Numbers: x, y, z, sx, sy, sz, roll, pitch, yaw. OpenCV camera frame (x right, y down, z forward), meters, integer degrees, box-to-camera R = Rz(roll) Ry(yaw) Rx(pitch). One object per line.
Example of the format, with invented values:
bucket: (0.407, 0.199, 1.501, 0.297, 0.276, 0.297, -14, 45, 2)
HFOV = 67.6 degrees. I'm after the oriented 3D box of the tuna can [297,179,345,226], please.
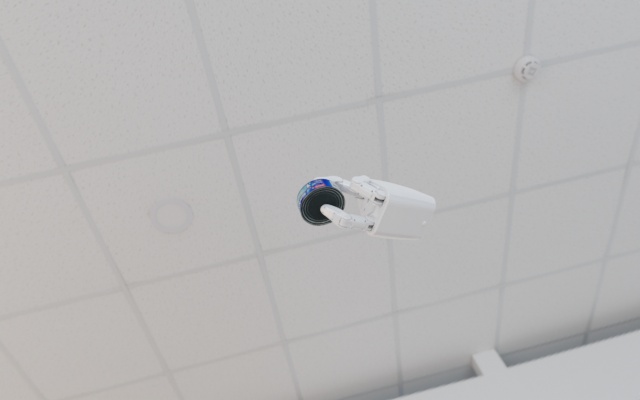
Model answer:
tuna can: (0.000, 0.003, 0.880, 0.086, 0.086, 0.033, 0, 33, -20)
